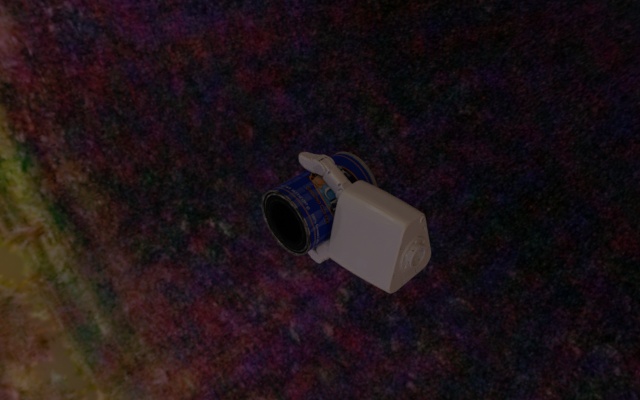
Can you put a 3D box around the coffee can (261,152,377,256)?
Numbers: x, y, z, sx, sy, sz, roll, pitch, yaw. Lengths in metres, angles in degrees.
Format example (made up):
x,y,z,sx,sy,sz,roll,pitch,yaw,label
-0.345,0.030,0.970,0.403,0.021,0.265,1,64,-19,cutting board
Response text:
x,y,z,sx,sy,sz,roll,pitch,yaw,label
0.000,0.002,0.696,0.140,0.103,0.103,-31,18,-33,coffee can
